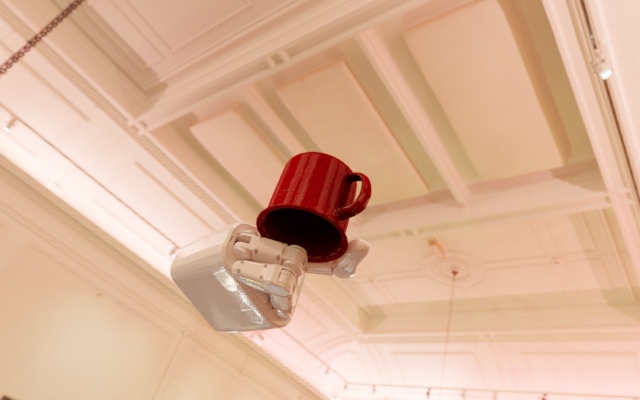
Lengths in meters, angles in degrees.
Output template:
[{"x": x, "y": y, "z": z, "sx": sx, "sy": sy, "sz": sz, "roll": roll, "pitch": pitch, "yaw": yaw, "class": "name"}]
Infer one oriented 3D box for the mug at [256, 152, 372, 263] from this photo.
[{"x": 0.001, "y": 0.001, "z": 0.482, "sx": 0.117, "sy": 0.081, "sz": 0.093, "roll": -18, "pitch": -51, "yaw": 37, "class": "mug"}]
